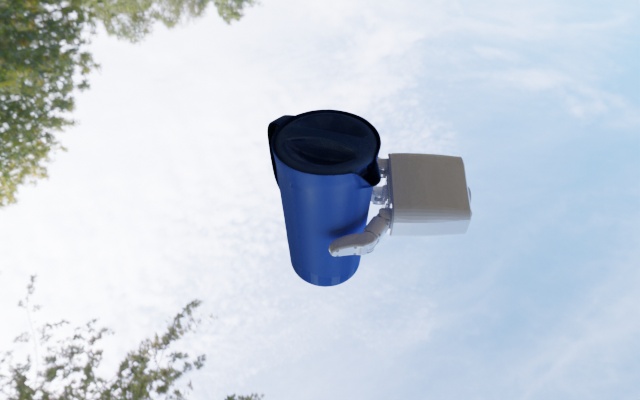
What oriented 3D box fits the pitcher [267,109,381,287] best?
[{"bbox_3d":[0.000,0.002,0.663,0.145,0.243,0.149,-1,44,-1],"label":"pitcher"}]
